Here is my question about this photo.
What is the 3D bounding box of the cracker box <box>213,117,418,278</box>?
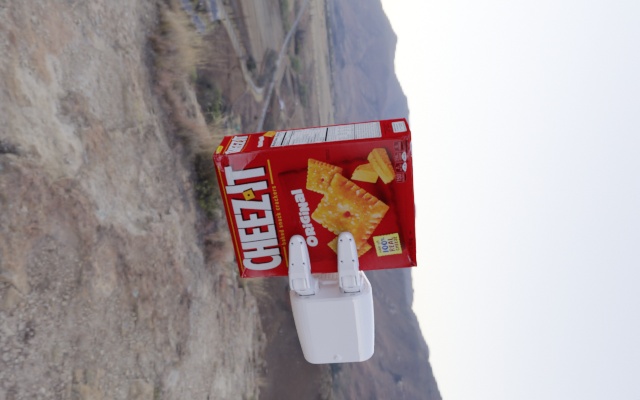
[{"bbox_3d":[0.000,0.002,0.553,0.214,0.164,0.072,-5,25,6],"label":"cracker box"}]
